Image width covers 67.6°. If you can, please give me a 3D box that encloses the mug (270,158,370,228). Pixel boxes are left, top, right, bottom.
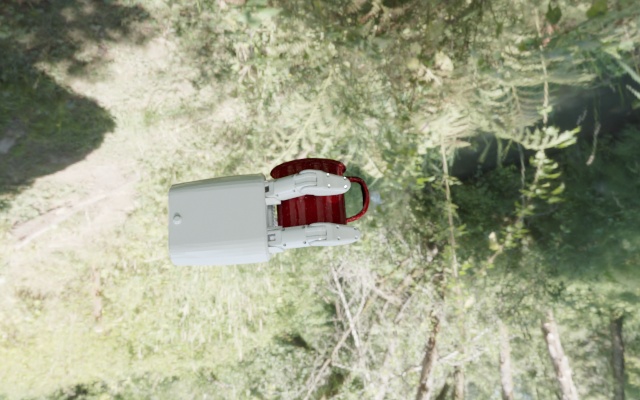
[{"bbox_3d":[0.002,0.002,0.569,0.117,0.081,0.093,-5,-15,0],"label":"mug"}]
